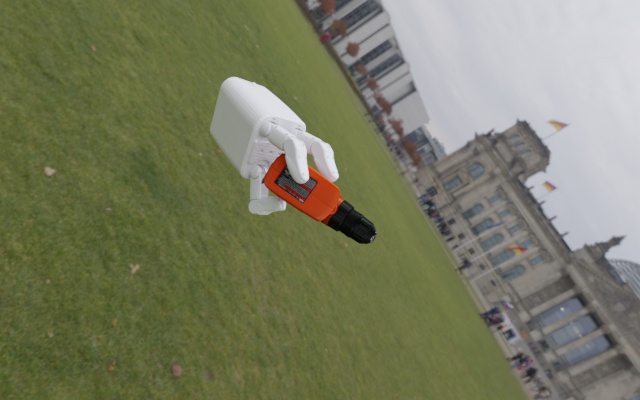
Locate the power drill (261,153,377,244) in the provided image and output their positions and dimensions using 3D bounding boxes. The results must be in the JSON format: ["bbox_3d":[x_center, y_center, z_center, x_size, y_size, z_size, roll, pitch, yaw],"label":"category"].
[{"bbox_3d":[0.000,0.002,0.708,0.184,0.057,0.188,33,-3,11],"label":"power drill"}]
